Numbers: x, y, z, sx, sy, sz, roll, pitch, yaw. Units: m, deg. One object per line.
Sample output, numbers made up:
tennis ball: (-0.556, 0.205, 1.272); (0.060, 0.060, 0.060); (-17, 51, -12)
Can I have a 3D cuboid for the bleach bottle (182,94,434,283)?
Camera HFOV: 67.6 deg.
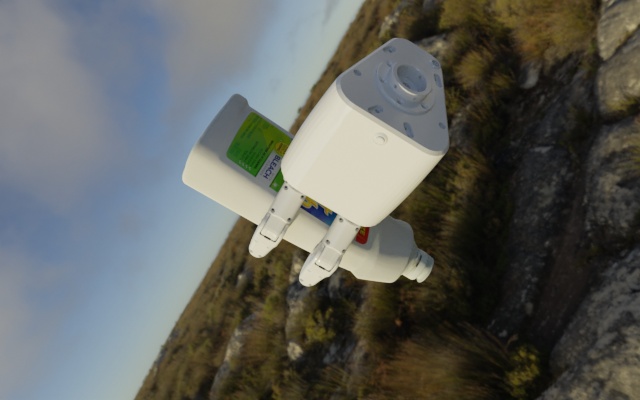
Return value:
bleach bottle: (0.000, 0.002, 0.469); (0.251, 0.102, 0.068); (30, -39, -7)
